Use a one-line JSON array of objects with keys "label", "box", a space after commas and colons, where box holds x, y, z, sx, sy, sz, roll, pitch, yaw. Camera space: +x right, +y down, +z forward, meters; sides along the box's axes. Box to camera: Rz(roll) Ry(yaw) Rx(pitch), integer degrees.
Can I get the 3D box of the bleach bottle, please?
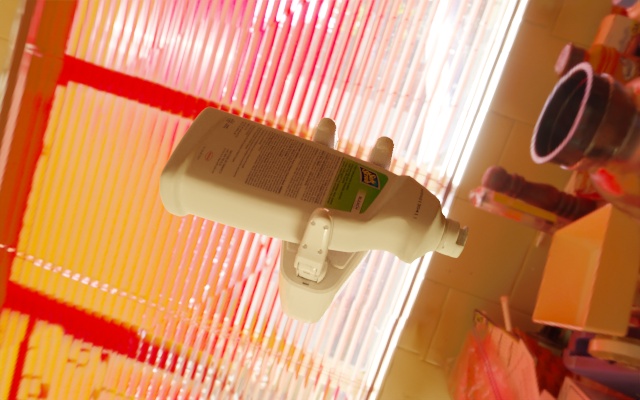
[{"label": "bleach bottle", "box": [0.000, 0.001, 0.414, 0.251, 0.102, 0.068, 19, -32, 5]}]
